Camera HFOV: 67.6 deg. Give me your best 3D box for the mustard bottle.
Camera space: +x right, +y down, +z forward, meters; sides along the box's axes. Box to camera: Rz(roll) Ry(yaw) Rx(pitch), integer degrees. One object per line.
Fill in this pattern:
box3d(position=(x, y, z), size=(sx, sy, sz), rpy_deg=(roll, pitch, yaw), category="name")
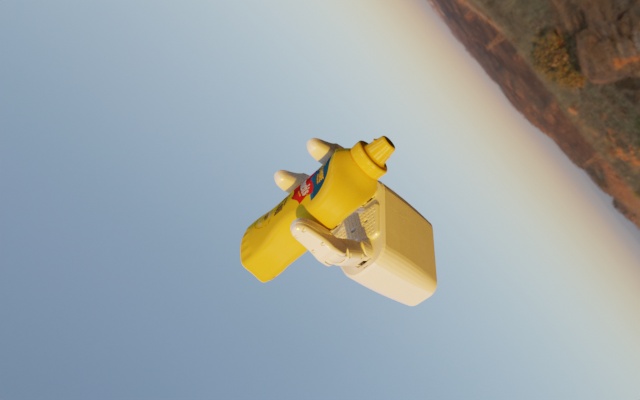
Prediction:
box3d(position=(0.000, 0.002, 0.493), size=(0.192, 0.058, 0.096), rpy_deg=(-40, 14, 24), category="mustard bottle")
